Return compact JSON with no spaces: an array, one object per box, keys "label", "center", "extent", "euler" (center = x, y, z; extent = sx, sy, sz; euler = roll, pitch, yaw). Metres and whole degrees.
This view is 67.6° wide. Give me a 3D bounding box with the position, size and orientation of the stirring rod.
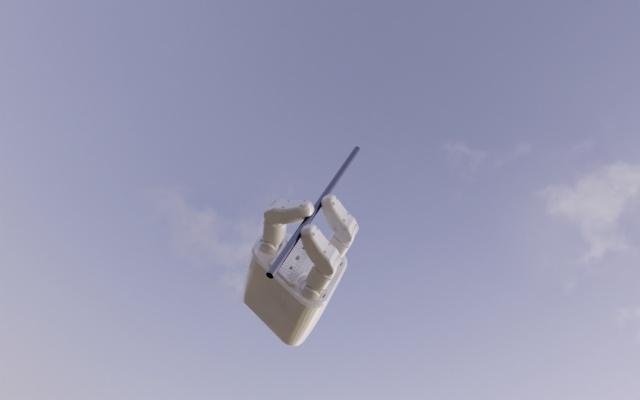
[{"label":"stirring rod","center":[0.000,0.002,0.534],"extent":[0.011,0.011,0.239],"euler":[0,35,29]}]
